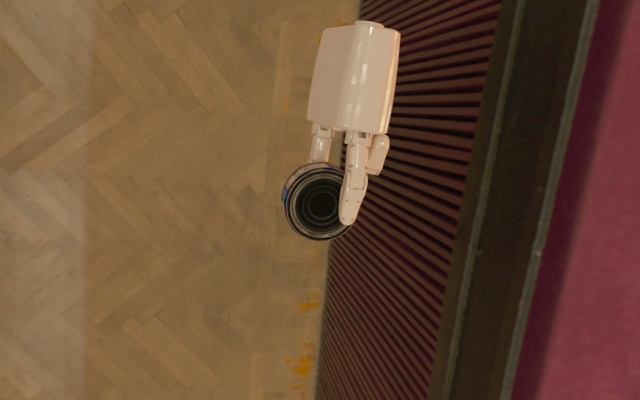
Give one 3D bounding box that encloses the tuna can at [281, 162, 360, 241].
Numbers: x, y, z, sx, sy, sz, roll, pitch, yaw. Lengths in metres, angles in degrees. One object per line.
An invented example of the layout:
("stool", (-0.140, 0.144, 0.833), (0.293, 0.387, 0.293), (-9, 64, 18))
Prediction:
("tuna can", (0.000, 0.002, 0.535), (0.086, 0.086, 0.033), (0, 16, -11))
